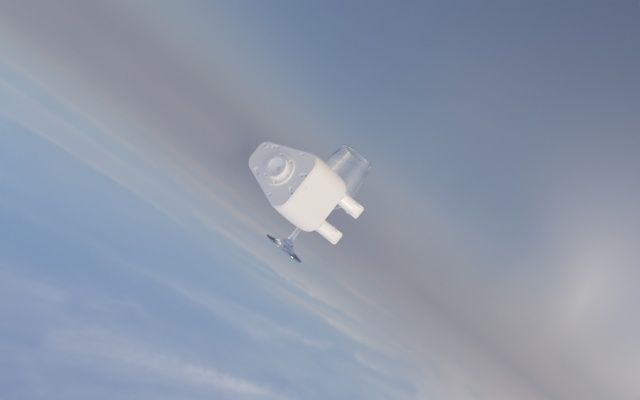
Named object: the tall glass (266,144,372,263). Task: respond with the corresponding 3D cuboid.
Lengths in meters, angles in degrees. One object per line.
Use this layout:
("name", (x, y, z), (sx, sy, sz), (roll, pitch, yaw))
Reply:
("tall glass", (0.000, 0.003, 0.797), (0.079, 0.201, 0.079), (38, -1, 1))
